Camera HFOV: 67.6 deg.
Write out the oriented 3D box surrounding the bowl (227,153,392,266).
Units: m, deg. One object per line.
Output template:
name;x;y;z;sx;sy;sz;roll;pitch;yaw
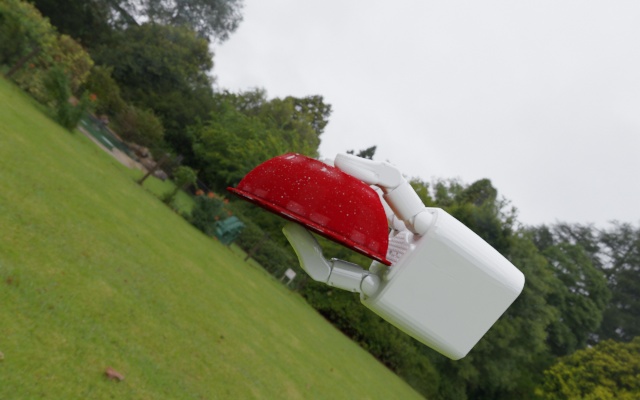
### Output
bowl;-0.001;0.000;0.430;0.162;0.055;0.162;24;-4;2
